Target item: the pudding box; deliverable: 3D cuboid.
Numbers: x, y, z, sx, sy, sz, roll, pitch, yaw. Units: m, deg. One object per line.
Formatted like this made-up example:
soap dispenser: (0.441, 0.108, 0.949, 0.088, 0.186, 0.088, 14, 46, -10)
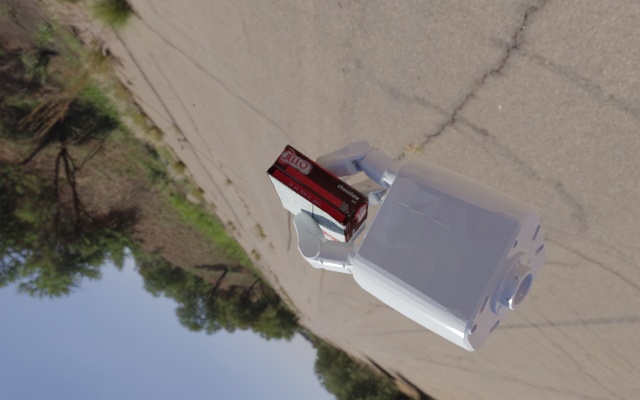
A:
pudding box: (0.000, 0.002, 0.468, 0.090, 0.039, 0.113, 36, -13, 13)
